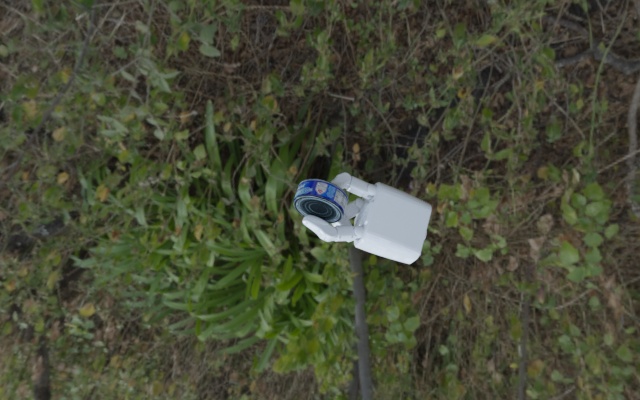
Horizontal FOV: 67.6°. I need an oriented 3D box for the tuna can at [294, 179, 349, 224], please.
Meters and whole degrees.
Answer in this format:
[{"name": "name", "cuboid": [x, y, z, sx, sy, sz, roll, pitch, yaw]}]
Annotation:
[{"name": "tuna can", "cuboid": [0.000, 0.003, 0.776, 0.086, 0.033, 0.086, 14, -29, 8]}]
